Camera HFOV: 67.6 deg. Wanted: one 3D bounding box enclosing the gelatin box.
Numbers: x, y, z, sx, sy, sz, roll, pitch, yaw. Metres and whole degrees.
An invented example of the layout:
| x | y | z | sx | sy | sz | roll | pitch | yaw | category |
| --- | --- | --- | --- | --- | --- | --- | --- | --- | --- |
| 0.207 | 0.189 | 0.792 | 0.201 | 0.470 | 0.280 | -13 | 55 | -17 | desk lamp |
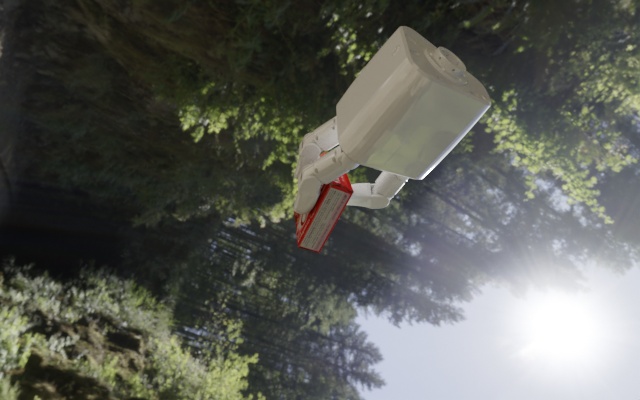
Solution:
| x | y | z | sx | sy | sz | roll | pitch | yaw | category |
| --- | --- | --- | --- | --- | --- | --- | --- | --- | --- |
| 0.000 | 0.002 | 0.538 | 0.030 | 0.089 | 0.073 | 18 | 28 | -18 | gelatin box |
